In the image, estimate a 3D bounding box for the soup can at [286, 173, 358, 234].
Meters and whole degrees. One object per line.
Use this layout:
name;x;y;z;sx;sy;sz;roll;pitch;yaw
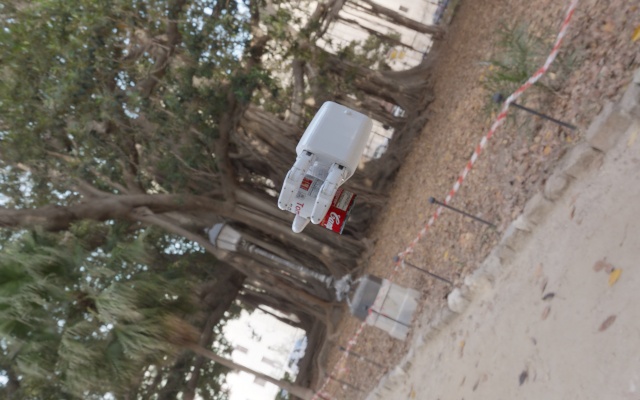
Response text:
soup can;0.000;0.003;0.762;0.102;0.068;0.068;24;2;5
